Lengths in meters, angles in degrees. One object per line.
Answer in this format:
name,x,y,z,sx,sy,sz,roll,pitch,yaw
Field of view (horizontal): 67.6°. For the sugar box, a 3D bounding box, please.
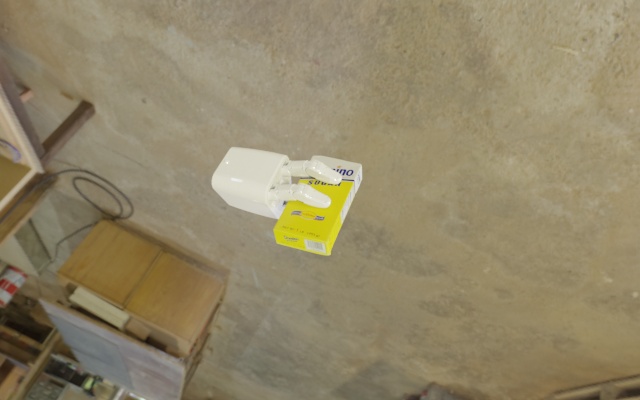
sugar box,0.000,0.002,0.792,0.093,0.176,0.048,13,-36,16
